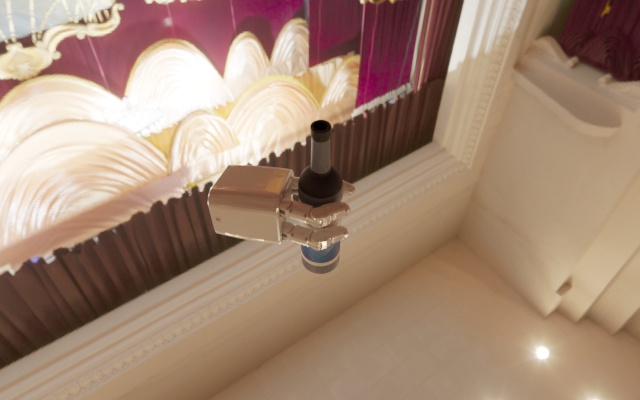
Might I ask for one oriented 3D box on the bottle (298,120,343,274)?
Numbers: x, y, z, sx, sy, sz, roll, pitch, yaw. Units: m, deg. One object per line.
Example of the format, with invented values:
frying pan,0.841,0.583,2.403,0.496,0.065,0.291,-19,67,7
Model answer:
bottle,0.000,0.003,0.726,0.069,0.069,0.296,0,-42,0
